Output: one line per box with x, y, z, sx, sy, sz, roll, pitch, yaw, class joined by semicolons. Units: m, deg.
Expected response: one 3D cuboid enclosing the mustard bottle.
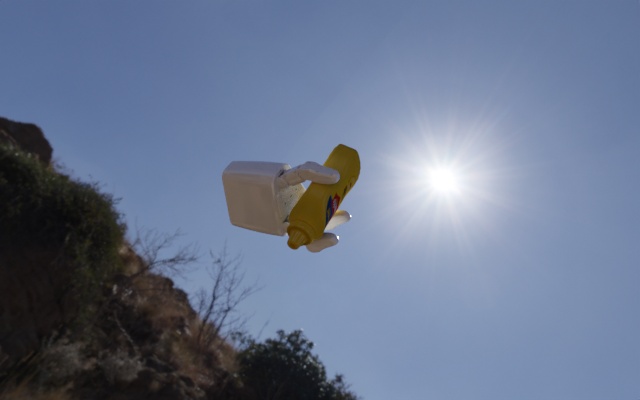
0.001;0.002;0.734;0.058;0.096;0.191;25;49;11;mustard bottle
